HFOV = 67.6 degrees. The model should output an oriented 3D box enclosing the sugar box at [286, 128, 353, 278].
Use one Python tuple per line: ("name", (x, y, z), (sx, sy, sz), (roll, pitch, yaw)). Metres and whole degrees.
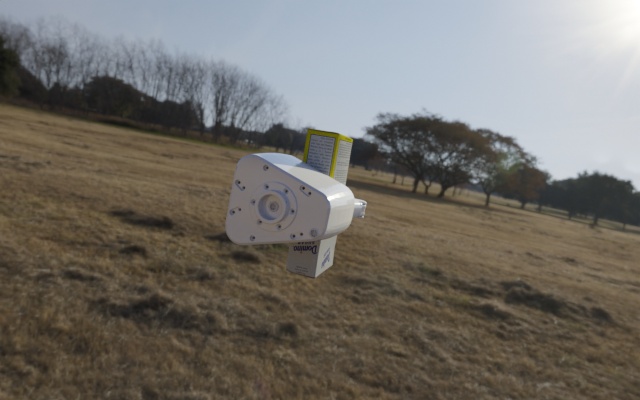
("sugar box", (0.000, 0.002, 0.607), (0.048, 0.176, 0.093), (13, 6, 14))
